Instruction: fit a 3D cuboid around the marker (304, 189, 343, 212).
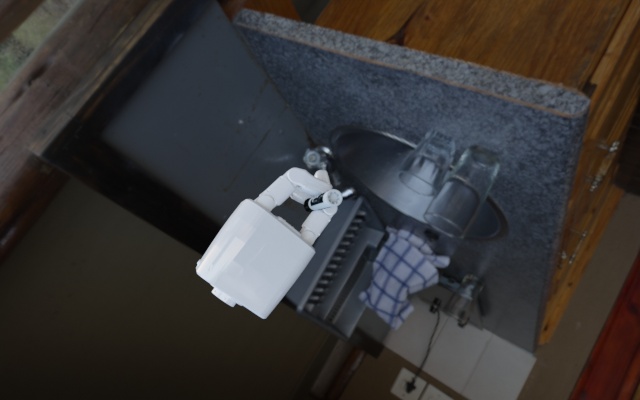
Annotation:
[{"bbox_3d":[0.000,0.002,0.575,0.020,0.020,0.121,0,-4,-15],"label":"marker"}]
